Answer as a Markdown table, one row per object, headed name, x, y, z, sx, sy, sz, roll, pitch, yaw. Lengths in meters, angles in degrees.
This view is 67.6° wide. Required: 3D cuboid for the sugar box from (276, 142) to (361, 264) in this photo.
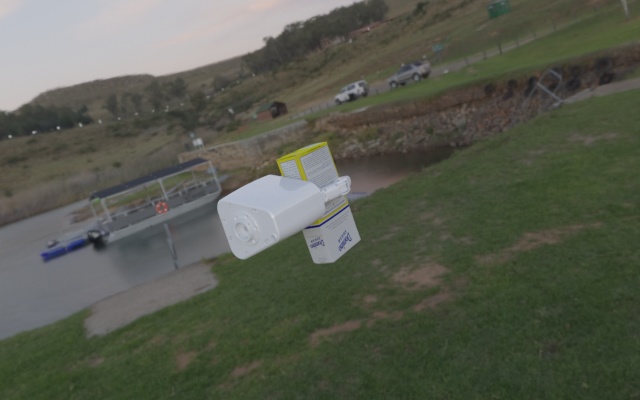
| name | x | y | z | sx | sy | sz | roll | pitch | yaw |
| --- | --- | --- | --- | --- | --- | --- | --- | --- | --- |
| sugar box | 0.000 | 0.002 | 0.757 | 0.048 | 0.176 | 0.093 | -8 | 14 | 37 |
